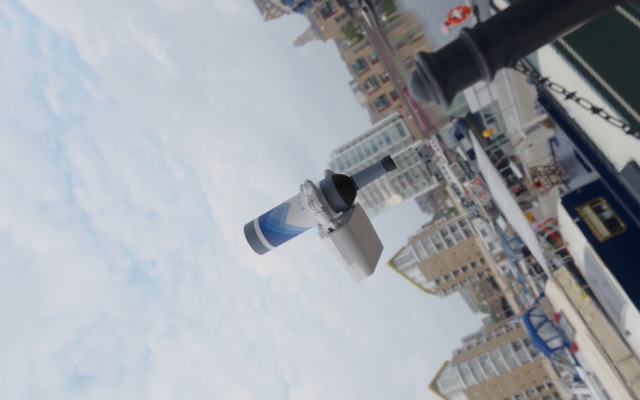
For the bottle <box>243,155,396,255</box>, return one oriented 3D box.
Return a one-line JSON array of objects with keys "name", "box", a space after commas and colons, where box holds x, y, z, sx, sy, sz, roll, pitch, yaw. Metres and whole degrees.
[{"name": "bottle", "box": [0.000, 0.003, 0.856, 0.296, 0.069, 0.069, -29, -8, 14]}]
